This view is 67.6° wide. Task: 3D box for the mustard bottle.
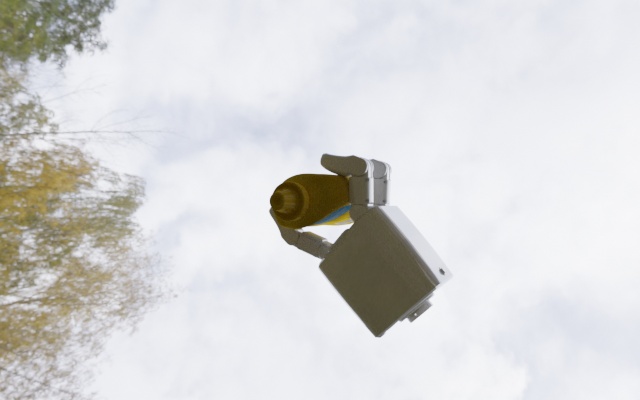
[{"bbox_3d":[0.000,0.002,0.557,0.096,0.058,0.191,-19,-9,26],"label":"mustard bottle"}]
